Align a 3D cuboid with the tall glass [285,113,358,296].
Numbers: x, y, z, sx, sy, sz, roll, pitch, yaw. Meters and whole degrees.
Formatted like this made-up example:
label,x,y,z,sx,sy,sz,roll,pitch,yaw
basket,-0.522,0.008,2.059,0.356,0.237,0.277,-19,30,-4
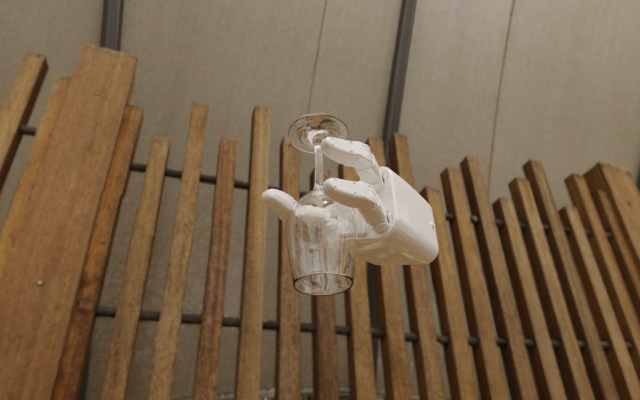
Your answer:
label,x,y,z,sx,sy,sz,roll,pitch,yaw
tall glass,0.000,0.001,0.537,0.079,0.201,0.079,-1,-32,-1
